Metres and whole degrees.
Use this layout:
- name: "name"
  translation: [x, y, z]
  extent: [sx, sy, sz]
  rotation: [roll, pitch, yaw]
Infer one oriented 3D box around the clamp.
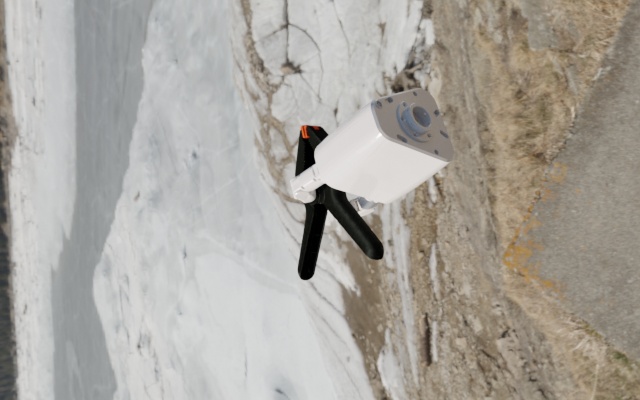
- name: "clamp"
  translation: [-0.001, 0.002, 0.640]
  extent: [0.036, 0.210, 0.165]
  rotation: [-1, -23, -38]
